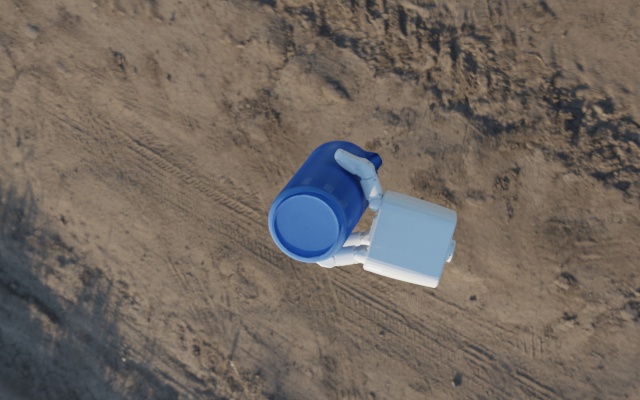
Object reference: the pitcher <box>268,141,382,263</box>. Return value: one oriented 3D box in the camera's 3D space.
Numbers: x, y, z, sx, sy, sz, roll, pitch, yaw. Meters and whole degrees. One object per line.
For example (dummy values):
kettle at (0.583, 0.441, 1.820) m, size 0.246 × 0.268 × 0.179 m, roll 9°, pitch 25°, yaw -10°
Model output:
pitcher at (0.000, 0.002, 0.723) m, size 0.145 × 0.149 × 0.242 m, roll 17°, pitch 21°, yaw 8°
